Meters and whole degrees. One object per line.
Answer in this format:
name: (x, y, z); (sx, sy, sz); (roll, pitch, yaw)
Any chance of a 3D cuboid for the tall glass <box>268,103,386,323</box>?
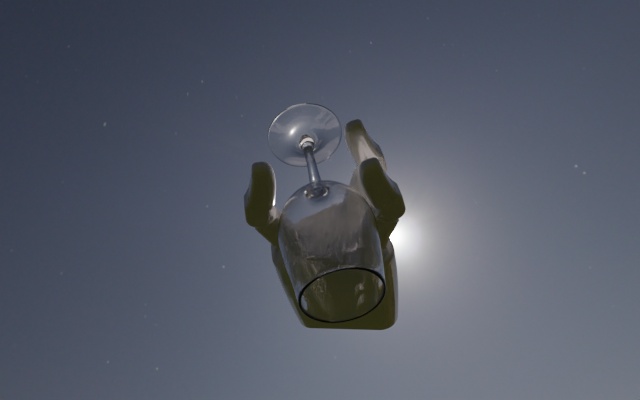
tall glass: (0.000, 0.001, 0.401); (0.079, 0.079, 0.200); (0, 41, -12)
